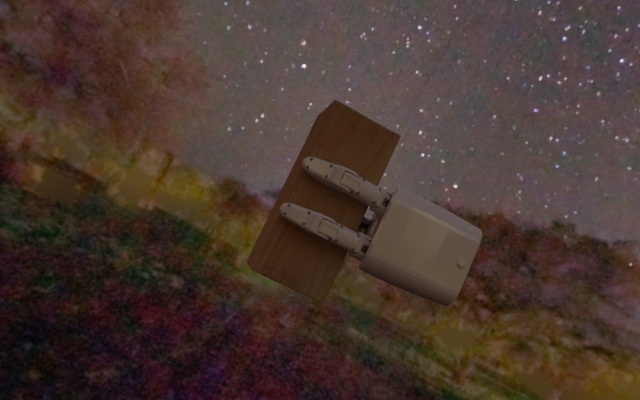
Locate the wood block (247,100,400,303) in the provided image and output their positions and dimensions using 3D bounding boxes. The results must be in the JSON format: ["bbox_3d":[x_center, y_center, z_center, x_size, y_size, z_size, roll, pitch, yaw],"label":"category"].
[{"bbox_3d":[0.000,0.002,0.563,0.090,0.206,0.091,27,-7,-10],"label":"wood block"}]
